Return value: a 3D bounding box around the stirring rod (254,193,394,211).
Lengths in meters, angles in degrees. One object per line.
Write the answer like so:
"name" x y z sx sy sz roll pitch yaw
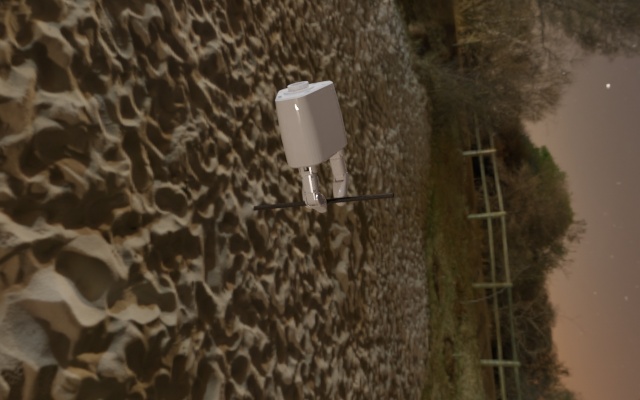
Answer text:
"stirring rod" 0.000 0.003 0.782 0.239 0.011 0.011 -6 -2 19
